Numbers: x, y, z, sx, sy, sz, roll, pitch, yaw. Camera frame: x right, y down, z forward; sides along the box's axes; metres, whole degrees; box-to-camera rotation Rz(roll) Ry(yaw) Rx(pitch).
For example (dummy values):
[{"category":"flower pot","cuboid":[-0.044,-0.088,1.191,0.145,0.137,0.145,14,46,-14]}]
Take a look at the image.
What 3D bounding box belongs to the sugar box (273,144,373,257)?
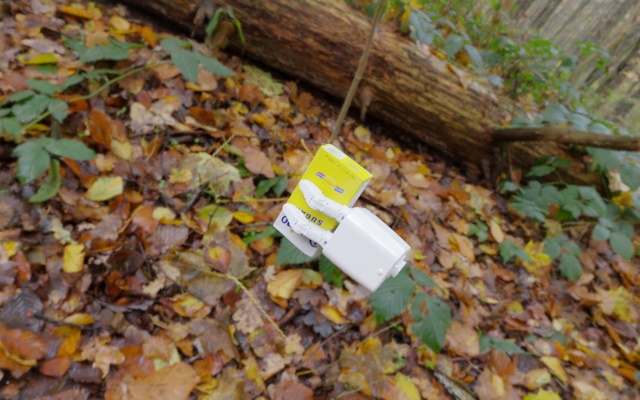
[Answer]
[{"category":"sugar box","cuboid":[0.000,0.003,0.800,0.093,0.176,0.048,39,25,14]}]
